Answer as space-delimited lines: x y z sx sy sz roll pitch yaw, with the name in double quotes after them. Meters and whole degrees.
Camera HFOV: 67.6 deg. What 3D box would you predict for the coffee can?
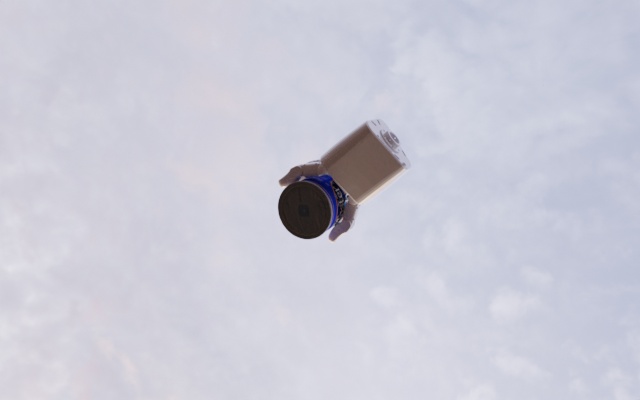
0.000 0.003 0.874 0.103 0.103 0.140 0 12 25 "coffee can"
